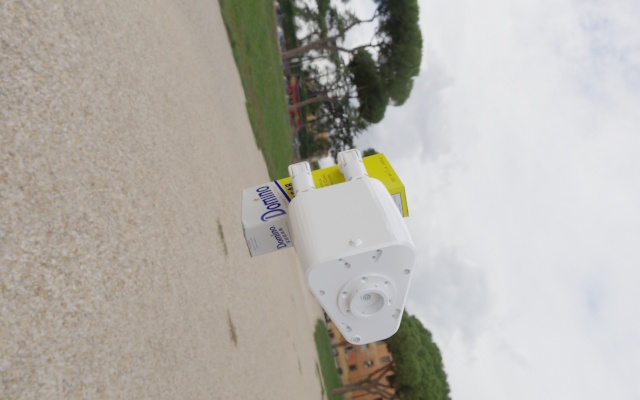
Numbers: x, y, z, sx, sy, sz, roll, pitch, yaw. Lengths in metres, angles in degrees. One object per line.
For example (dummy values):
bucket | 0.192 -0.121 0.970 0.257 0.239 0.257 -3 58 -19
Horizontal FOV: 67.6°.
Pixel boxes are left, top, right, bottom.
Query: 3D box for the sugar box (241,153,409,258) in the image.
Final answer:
sugar box | 0.000 0.001 0.538 0.176 0.048 0.093 -13 30 -3
